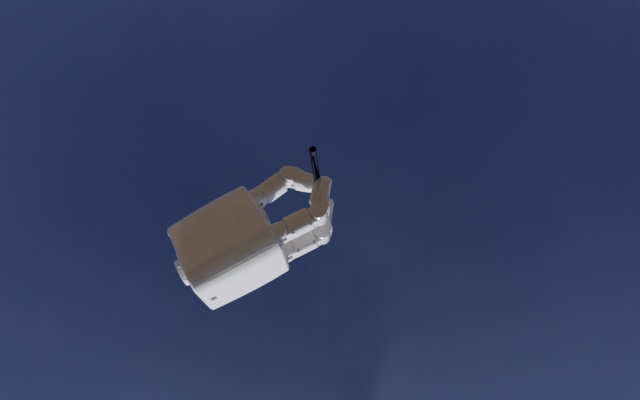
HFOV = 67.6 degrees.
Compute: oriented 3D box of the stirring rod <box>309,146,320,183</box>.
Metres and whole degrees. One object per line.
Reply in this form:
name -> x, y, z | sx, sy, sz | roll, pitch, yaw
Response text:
stirring rod -> 0.000, 0.002, 0.620 | 0.011, 0.011, 0.240 | 0, -28, 5
